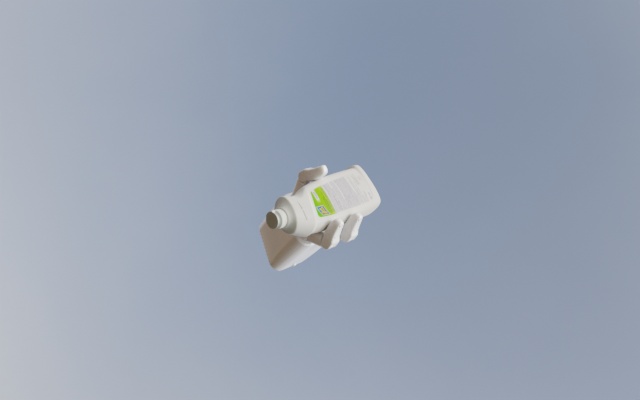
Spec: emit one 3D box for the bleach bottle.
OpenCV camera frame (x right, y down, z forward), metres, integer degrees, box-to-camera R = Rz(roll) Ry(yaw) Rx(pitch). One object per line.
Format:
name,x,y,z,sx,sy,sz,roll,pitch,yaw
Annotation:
bleach bottle,0.000,0.003,0.845,0.251,0.102,0.068,-15,-23,-48
